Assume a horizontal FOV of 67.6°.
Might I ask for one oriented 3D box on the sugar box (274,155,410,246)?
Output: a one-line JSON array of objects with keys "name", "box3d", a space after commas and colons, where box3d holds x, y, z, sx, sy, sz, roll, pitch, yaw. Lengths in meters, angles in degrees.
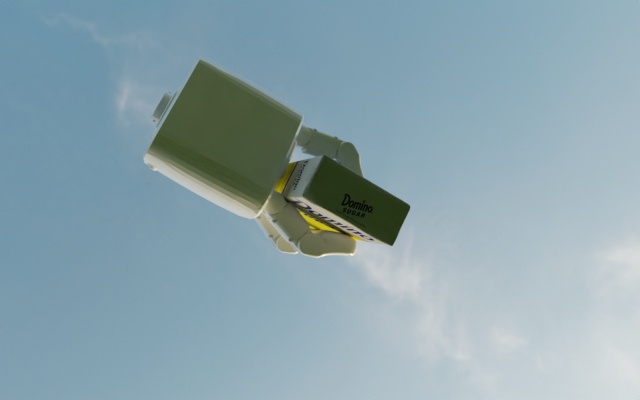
[{"name": "sugar box", "box3d": [0.000, 0.002, 0.466, 0.093, 0.048, 0.176, 29, -8, -18]}]
